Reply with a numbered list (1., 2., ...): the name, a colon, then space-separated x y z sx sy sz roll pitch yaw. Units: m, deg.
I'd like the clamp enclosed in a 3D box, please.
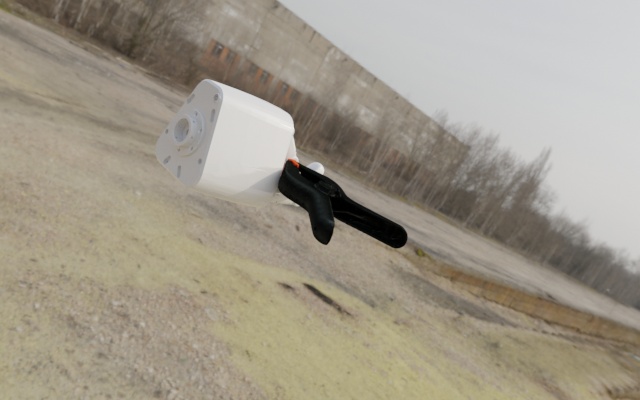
1. clamp: 0.000 0.001 0.510 0.171 0.039 0.120 34 14 37
